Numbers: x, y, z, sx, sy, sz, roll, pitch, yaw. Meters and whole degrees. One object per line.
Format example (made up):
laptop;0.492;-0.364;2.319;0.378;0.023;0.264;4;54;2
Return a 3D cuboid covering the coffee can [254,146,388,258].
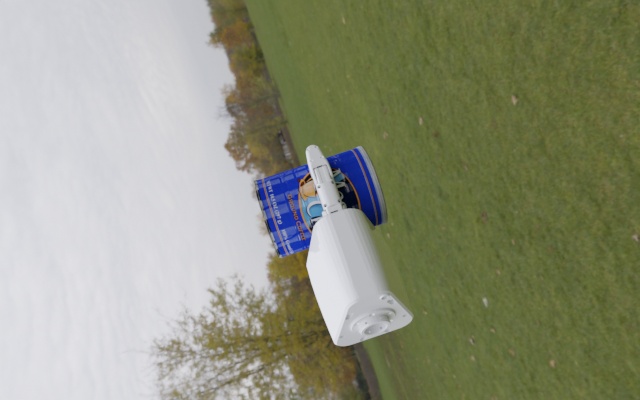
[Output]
coffee can;0.000;0.002;0.597;0.140;0.103;0.103;-18;1;-2
